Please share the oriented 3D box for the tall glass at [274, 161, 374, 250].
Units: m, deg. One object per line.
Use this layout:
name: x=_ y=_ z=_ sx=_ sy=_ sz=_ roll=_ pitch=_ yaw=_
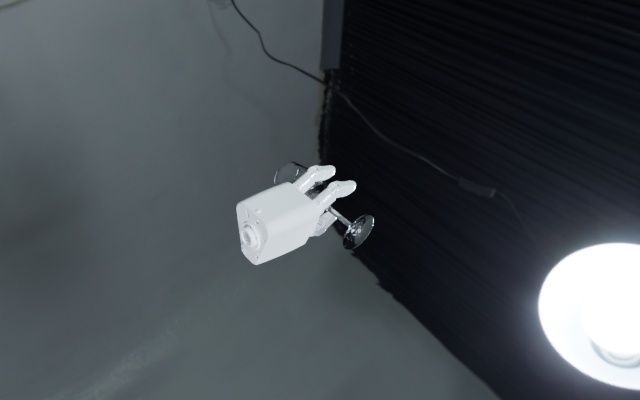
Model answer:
tall glass: x=0.001 y=0.003 z=0.879 sx=0.201 sy=0.079 sz=0.079 roll=39 pitch=23 yaw=32
